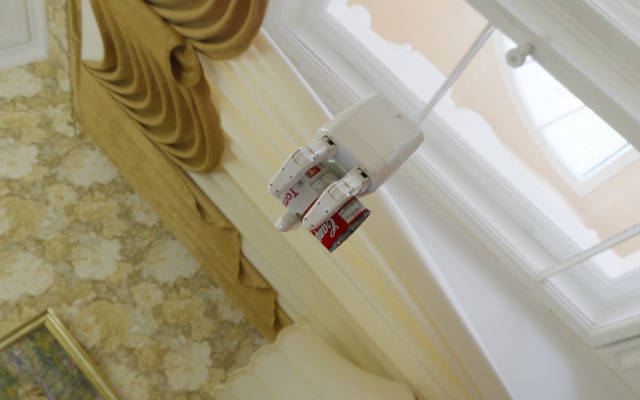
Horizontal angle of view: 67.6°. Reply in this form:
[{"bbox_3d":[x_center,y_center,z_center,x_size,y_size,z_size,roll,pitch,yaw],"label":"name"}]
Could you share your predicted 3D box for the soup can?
[{"bbox_3d":[0.000,0.002,0.561,0.068,0.102,0.068,-43,-9,-8],"label":"soup can"}]
